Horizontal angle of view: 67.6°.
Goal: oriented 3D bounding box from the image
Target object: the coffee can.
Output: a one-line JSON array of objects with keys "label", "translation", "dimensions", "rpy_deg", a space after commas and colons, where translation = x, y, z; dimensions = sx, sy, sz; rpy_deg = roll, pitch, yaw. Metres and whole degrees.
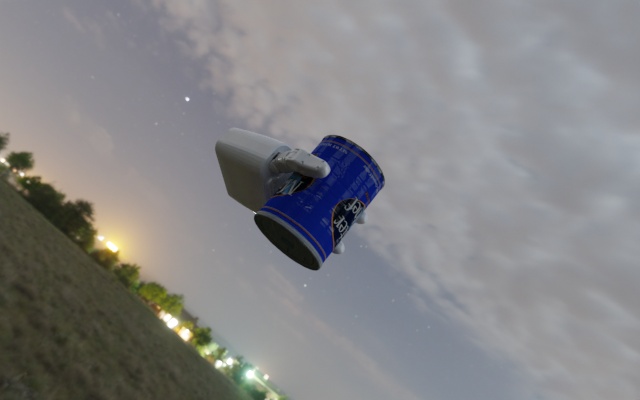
[{"label": "coffee can", "translation": [0.000, 0.002, 0.601], "dimensions": [0.103, 0.140, 0.103], "rpy_deg": [34, -21, 15]}]
